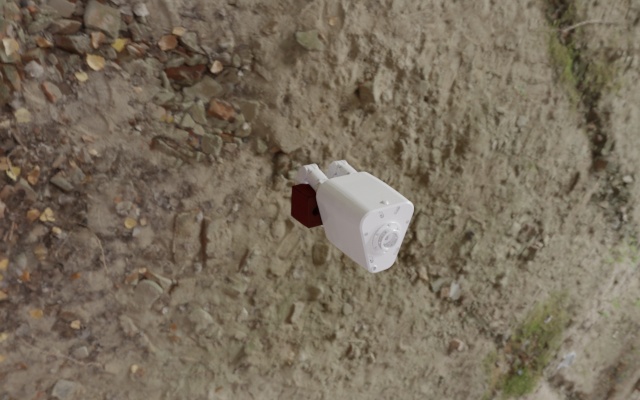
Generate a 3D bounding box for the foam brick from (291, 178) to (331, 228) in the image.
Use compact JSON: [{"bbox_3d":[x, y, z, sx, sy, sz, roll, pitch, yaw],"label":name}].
[{"bbox_3d":[0.000,0.003,0.735,0.078,0.053,0.051,-14,29,-29],"label":"foam brick"}]
